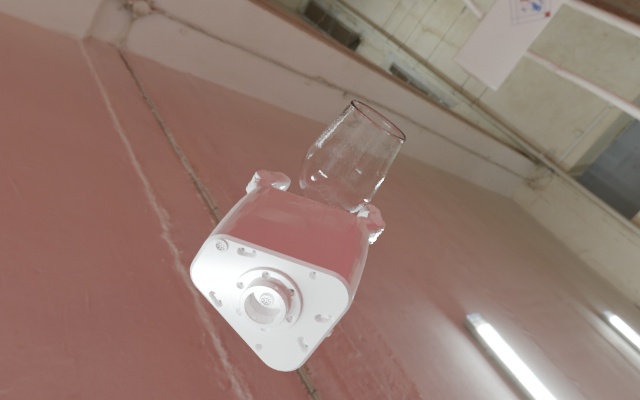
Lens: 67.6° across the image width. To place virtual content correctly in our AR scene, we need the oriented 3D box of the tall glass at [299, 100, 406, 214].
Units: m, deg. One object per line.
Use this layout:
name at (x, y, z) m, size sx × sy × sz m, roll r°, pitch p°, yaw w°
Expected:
tall glass at (0.000, 0.002, 0.473) m, size 0.079 × 0.201 × 0.079 m, roll 30°, pitch 21°, yaw -13°
